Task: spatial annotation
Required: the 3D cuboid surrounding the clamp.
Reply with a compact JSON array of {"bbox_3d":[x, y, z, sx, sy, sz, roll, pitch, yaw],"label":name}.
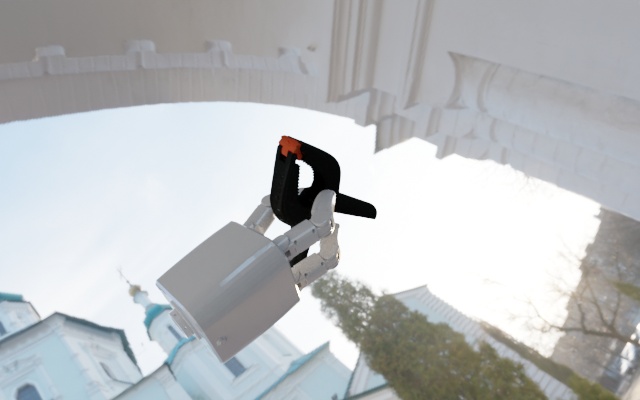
[{"bbox_3d":[-0.001,0.001,0.563,0.164,0.210,0.036,-37,49,-23],"label":"clamp"}]
